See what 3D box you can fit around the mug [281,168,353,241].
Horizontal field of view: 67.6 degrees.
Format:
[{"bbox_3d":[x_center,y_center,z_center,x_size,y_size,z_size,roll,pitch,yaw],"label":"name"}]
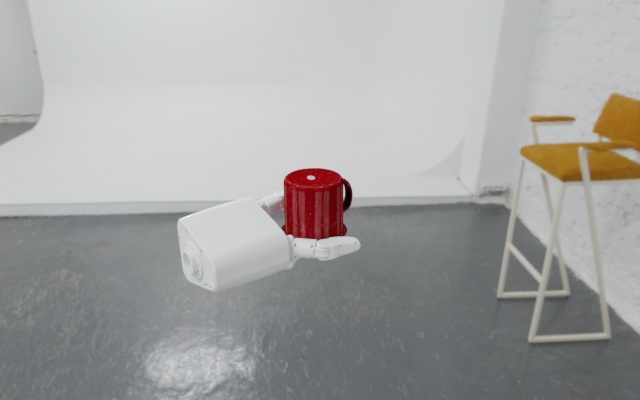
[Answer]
[{"bbox_3d":[0.001,0.002,0.665,0.117,0.081,0.093,-17,28,-34],"label":"mug"}]
